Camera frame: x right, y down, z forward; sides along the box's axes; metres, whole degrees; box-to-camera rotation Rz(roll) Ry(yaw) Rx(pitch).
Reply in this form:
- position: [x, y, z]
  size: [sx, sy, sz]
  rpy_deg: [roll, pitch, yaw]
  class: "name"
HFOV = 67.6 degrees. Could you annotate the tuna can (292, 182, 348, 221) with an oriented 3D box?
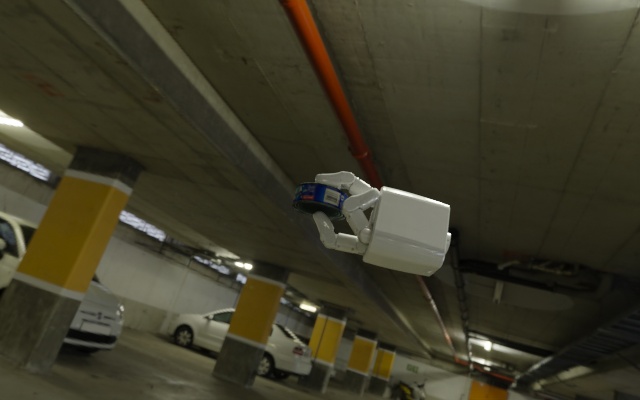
- position: [0.000, 0.002, 0.750]
  size: [0.086, 0.033, 0.086]
  rpy_deg: [12, -17, 4]
  class: "tuna can"
